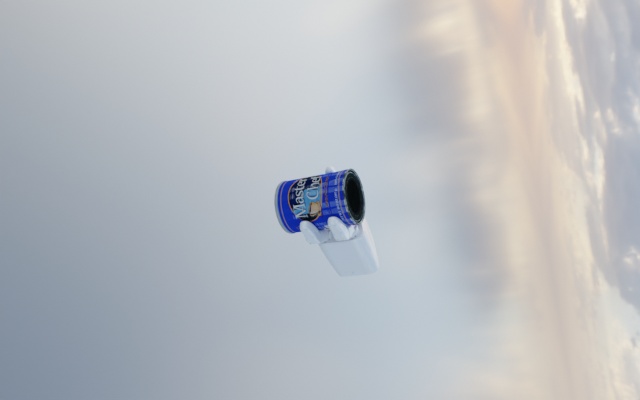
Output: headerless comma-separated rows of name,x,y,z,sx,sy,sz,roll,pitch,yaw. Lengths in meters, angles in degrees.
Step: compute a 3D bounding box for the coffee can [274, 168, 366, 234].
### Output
coffee can,0.000,0.003,0.886,0.140,0.103,0.103,-9,-4,24
